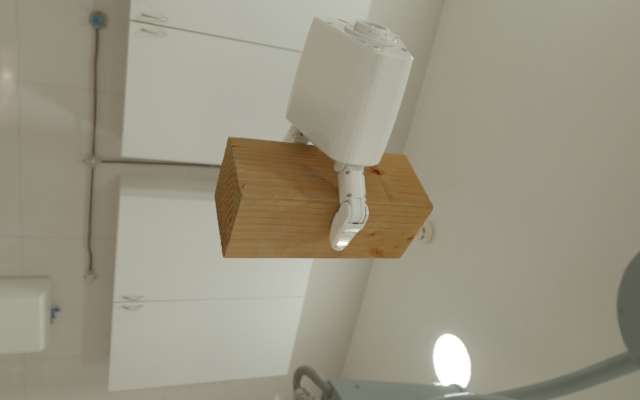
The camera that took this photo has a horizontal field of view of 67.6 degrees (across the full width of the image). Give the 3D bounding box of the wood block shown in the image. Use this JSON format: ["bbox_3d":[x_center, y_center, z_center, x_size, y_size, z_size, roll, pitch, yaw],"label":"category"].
[{"bbox_3d":[0.000,0.002,0.512,0.206,0.090,0.090,3,-45,-23],"label":"wood block"}]
